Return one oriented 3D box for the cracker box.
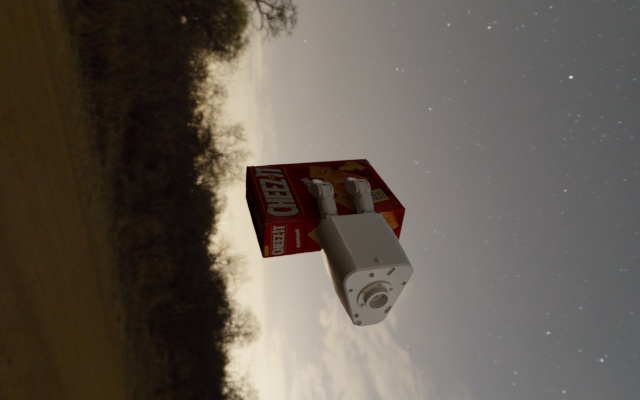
[{"bbox_3d":[0.000,0.003,0.748,0.213,0.072,0.164,-5,34,-17],"label":"cracker box"}]
